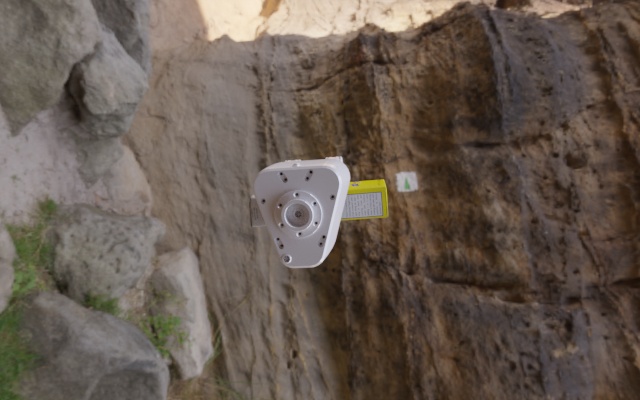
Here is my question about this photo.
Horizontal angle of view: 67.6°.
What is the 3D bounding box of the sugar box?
[{"bbox_3d":[0.000,0.002,0.642,0.176,0.048,0.093,-2,8,6],"label":"sugar box"}]
